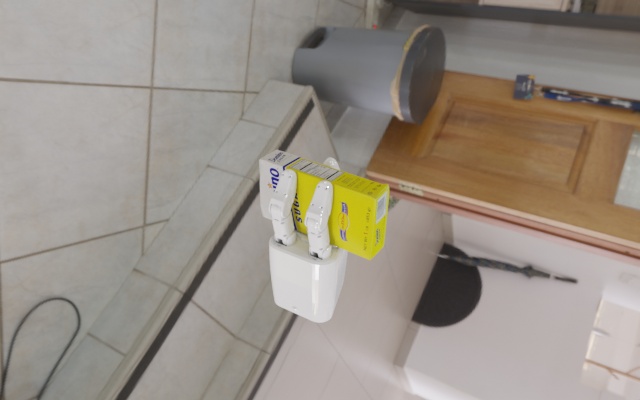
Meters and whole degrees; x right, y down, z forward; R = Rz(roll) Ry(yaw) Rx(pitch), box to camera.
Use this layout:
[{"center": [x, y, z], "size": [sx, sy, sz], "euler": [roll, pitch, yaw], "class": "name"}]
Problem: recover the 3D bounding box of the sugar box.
[{"center": [0.000, 0.002, 0.621], "size": [0.176, 0.093, 0.048], "euler": [18, 34, 26], "class": "sugar box"}]
